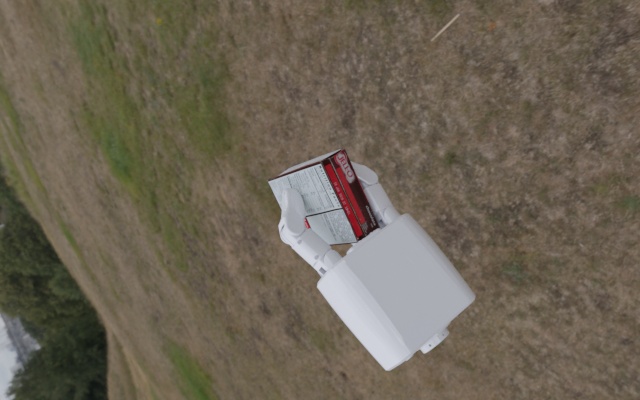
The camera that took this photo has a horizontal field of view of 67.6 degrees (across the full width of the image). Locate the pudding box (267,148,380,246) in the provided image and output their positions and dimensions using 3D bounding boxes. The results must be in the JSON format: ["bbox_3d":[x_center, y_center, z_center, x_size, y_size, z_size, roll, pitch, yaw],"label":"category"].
[{"bbox_3d":[0.000,0.002,0.506,0.039,0.090,0.113,-30,10,-36],"label":"pudding box"}]
